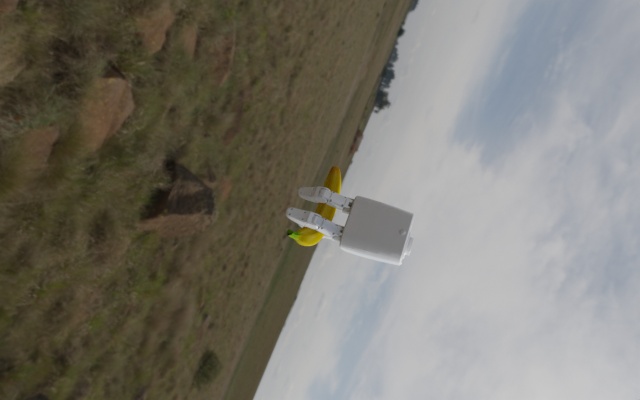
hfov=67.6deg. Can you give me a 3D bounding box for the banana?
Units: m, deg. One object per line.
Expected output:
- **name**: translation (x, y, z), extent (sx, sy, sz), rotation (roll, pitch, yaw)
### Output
- **banana**: translation (0.002, 0.019, 0.868), extent (0.037, 0.070, 0.197), rotation (9, 43, 23)
